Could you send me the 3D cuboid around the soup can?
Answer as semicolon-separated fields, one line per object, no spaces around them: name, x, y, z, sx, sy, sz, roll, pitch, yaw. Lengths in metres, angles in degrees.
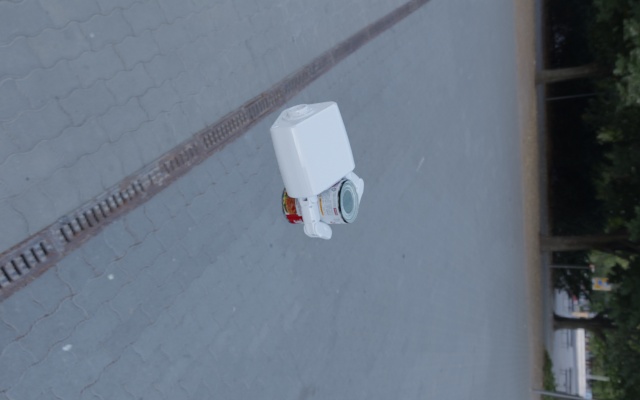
soup can;0.000;0.003;0.739;0.102;0.068;0.068;-2;-1;29
